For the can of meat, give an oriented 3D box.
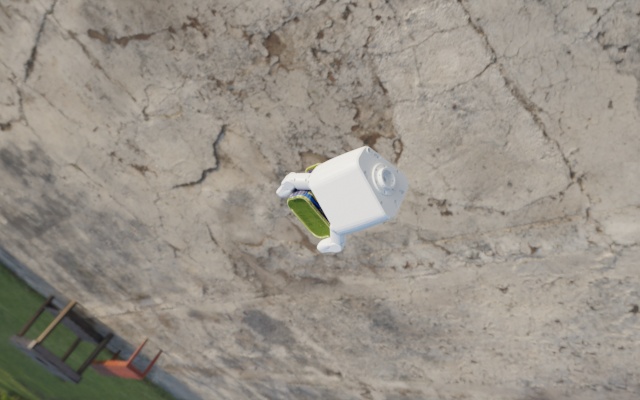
[{"bbox_3d":[0.000,0.003,0.818,0.057,0.102,0.084,-18,31,44],"label":"can of meat"}]
